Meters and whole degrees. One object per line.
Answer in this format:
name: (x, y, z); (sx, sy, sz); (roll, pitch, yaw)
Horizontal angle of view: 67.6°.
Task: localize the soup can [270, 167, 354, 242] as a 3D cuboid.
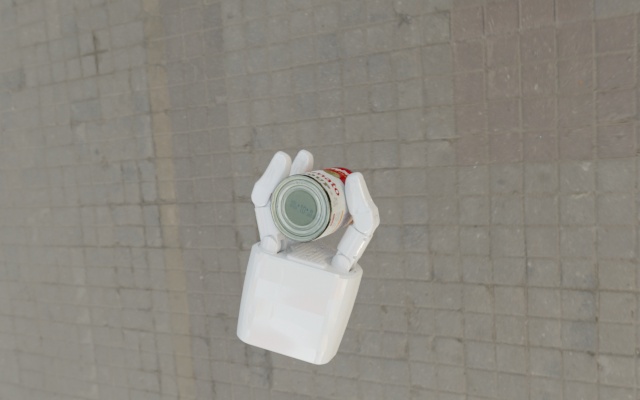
soup can: (0.000, 0.001, 0.500); (0.068, 0.068, 0.102); (0, 7, 25)
